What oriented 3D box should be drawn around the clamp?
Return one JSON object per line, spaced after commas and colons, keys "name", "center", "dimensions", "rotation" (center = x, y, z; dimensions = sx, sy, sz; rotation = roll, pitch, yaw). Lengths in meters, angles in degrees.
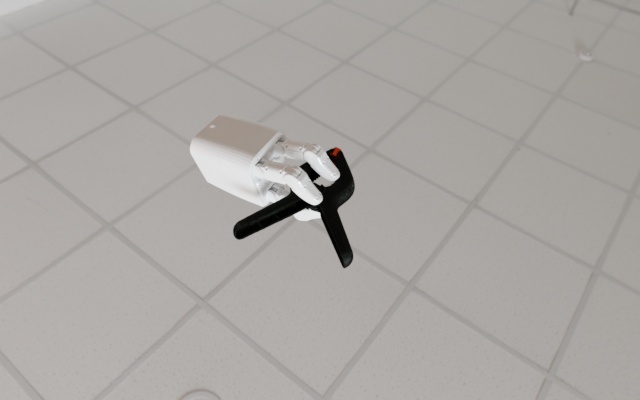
{"name": "clamp", "center": [0.000, 0.002, 0.670], "dimensions": [0.164, 0.036, 0.210], "rotation": [19, 49, 19]}
